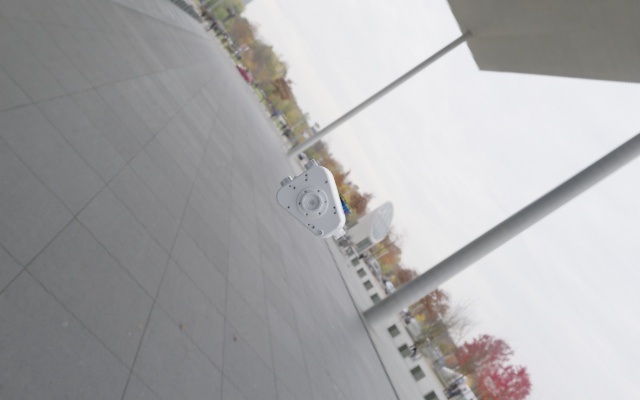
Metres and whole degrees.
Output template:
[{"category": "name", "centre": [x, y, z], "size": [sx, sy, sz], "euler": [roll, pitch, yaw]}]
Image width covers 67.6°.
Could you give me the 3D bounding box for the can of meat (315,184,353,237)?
[{"category": "can of meat", "centre": [0.000, 0.003, 0.898], "size": [0.084, 0.102, 0.057], "euler": [-34, -7, 3]}]
